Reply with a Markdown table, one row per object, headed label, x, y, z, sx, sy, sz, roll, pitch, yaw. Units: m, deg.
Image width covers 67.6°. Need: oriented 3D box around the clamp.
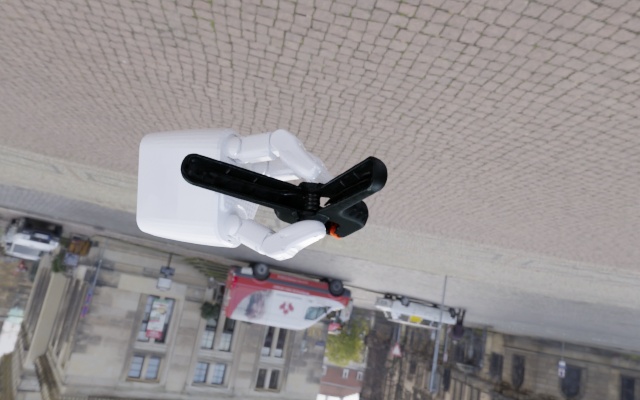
| label | x | y | z | sx | sy | sz | roll | pitch | yaw |
| --- | --- | --- | --- | --- | --- | --- | --- | --- | --- |
| clamp | 0.000 | 0.002 | 0.436 | 0.164 | 0.036 | 0.210 | 2 | -15 | 24 |
